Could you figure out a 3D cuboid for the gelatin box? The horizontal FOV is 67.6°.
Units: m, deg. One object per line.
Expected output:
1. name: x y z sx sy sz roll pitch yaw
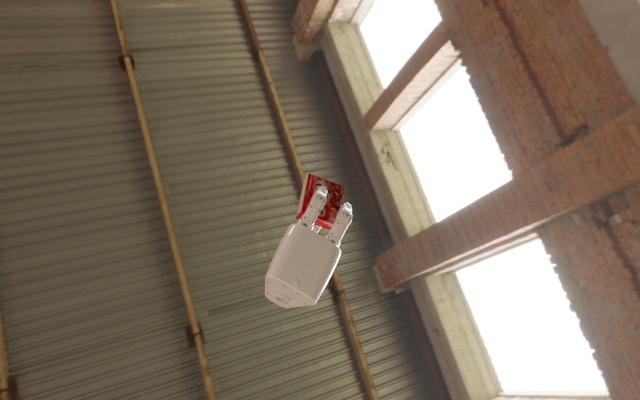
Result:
1. gelatin box: 0.000 0.003 0.872 0.073 0.089 0.030 20 -35 -14
